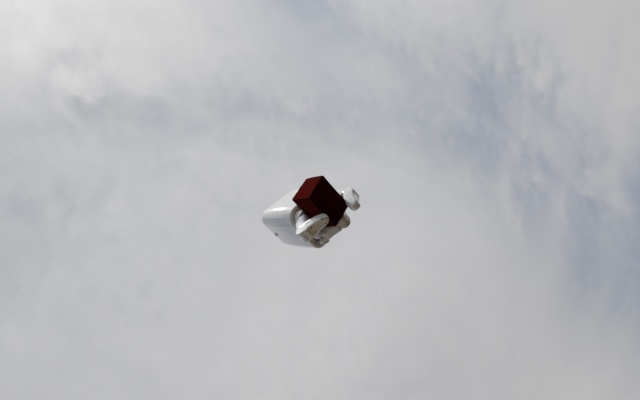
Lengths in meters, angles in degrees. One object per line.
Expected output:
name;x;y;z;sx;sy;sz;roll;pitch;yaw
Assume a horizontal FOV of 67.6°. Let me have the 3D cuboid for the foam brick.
foam brick;0.000;0.002;0.828;0.051;0.053;0.078;-3;-43;52
